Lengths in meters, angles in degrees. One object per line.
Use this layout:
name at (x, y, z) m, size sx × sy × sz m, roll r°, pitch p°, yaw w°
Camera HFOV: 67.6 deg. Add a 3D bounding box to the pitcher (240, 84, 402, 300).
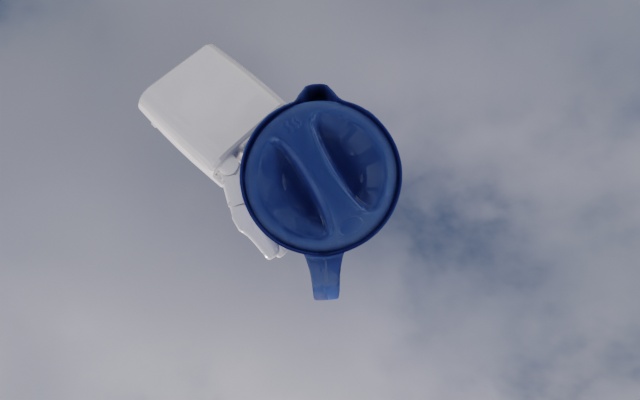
pitcher at (0.000, 0.001, 0.502) m, size 0.145 × 0.149 × 0.243 m, roll 41°, pitch -5°, yaw 4°
